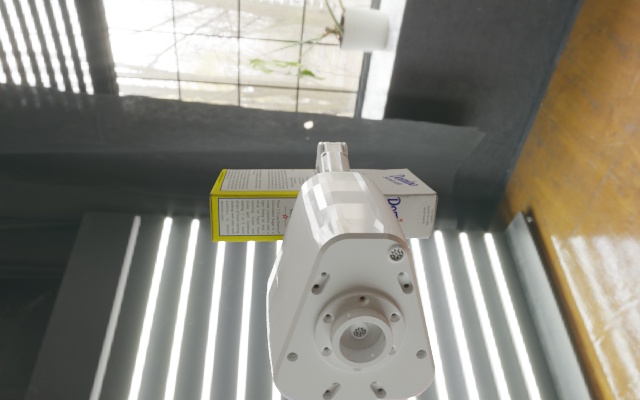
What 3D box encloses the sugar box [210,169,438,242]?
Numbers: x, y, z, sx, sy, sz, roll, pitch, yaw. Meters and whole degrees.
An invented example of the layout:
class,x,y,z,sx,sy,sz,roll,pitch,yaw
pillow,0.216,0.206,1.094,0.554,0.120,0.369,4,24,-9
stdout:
class,x,y,z,sx,sy,sz,roll,pitch,yaw
sugar box,0.000,0.002,0.410,0.176,0.048,0.093,2,16,-6
